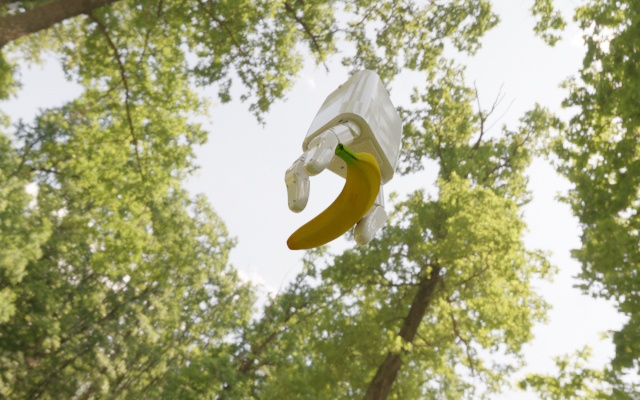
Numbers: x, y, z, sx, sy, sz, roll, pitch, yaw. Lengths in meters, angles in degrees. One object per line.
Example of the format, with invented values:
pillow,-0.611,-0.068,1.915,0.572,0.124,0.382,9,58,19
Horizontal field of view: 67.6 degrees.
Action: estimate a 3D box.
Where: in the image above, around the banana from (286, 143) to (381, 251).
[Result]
banana,0.019,0.005,0.529,0.069,0.037,0.198,16,-39,-10
